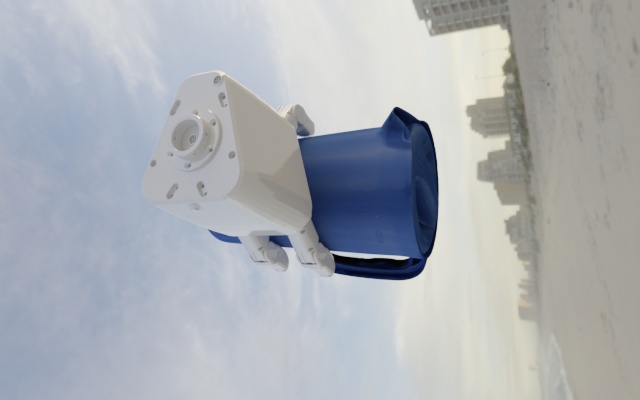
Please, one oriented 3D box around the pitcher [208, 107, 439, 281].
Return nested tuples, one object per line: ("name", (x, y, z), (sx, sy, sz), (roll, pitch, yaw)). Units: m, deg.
("pitcher", (0.000, 0.002, 0.507), (0.243, 0.149, 0.145), (-2, -14, 24))
